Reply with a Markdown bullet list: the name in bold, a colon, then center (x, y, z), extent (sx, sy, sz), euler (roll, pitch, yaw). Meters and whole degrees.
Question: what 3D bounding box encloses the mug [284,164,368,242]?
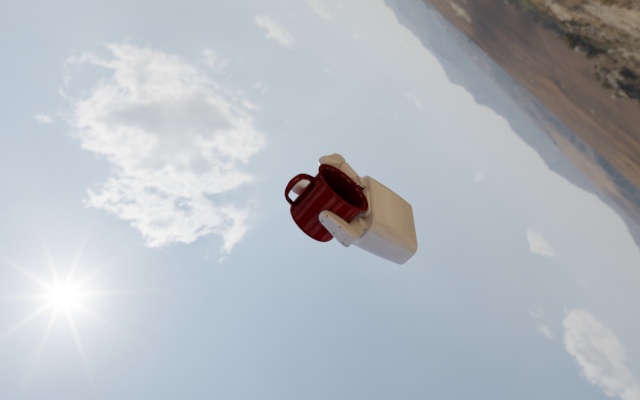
- **mug**: center (-0.001, 0.002, 0.694), extent (0.117, 0.081, 0.093), euler (28, 27, -31)
